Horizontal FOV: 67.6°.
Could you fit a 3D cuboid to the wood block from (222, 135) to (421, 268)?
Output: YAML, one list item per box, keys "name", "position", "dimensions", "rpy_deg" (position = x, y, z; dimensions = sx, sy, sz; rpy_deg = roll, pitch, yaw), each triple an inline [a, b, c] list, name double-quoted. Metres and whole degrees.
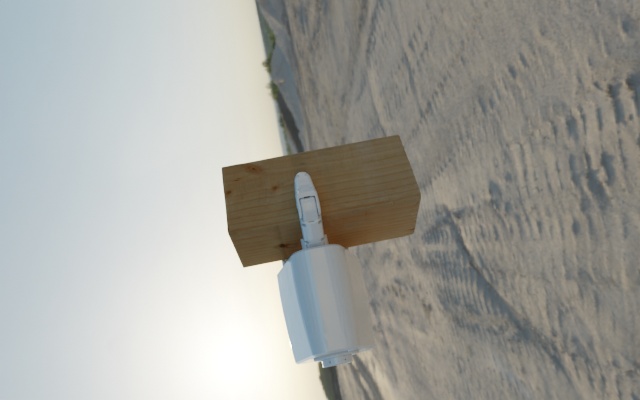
- name: "wood block"
  position: [0.000, 0.002, 0.554]
  dimensions: [0.206, 0.090, 0.091]
  rpy_deg: [-11, -33, -3]
